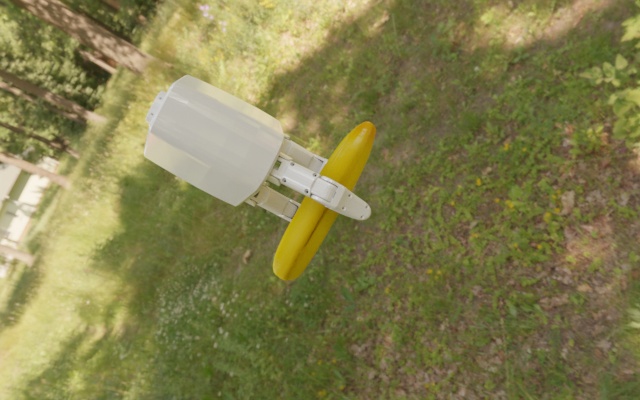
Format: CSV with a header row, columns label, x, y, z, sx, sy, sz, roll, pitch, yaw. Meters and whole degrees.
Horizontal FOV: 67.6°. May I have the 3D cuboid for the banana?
label,x,y,z,sx,sy,sz,roll,pitch,yaw
banana,-0.003,0.011,0.476,0.037,0.198,0.069,28,20,-5
